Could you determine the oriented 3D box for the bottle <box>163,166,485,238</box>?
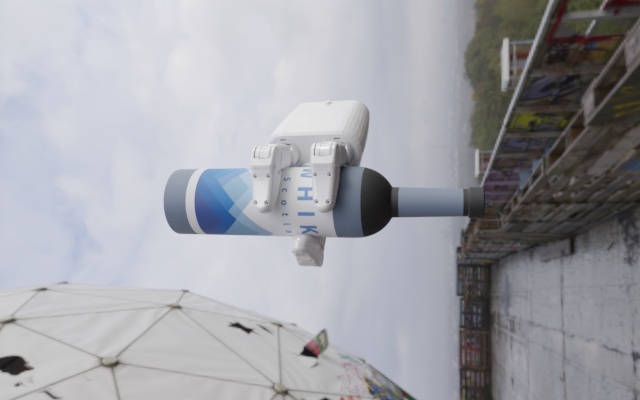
[{"bbox_3d":[0.000,0.002,0.453,0.296,0.069,0.069,0,0,14],"label":"bottle"}]
